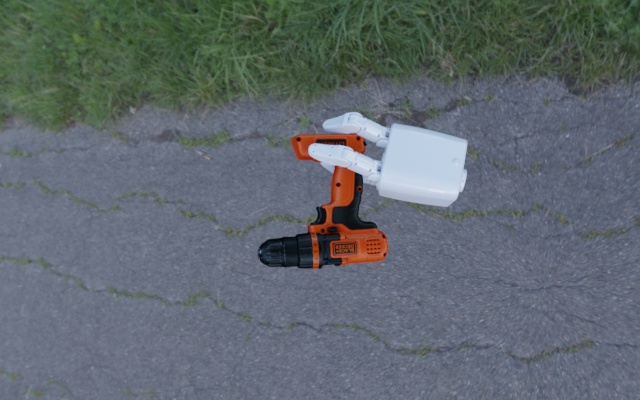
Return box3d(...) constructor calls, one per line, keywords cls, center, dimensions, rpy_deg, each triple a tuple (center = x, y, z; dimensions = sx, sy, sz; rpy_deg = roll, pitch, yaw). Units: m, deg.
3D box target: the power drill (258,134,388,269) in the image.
box3d(cls="power drill", center=(0.000, 0.002, 0.678), dimensions=(0.184, 0.187, 0.057), rpy_deg=(-3, -1, -10))
